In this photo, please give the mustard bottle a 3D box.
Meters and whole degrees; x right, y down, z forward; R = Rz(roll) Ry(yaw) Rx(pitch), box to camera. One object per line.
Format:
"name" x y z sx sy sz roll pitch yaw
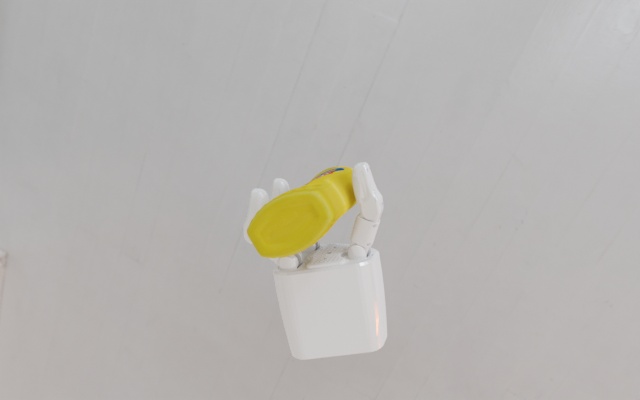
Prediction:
"mustard bottle" 0.000 0.002 0.537 0.096 0.058 0.191 -32 2 24
